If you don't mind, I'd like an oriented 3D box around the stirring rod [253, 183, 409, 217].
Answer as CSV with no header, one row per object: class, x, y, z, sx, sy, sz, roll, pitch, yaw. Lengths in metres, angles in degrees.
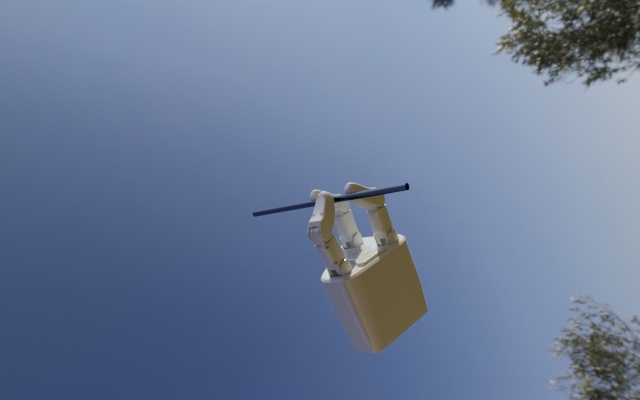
stirring rod,0.000,0.002,0.571,0.239,0.011,0.011,-10,-7,41
